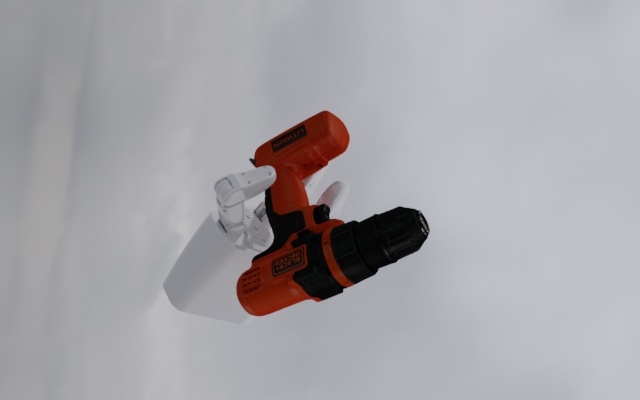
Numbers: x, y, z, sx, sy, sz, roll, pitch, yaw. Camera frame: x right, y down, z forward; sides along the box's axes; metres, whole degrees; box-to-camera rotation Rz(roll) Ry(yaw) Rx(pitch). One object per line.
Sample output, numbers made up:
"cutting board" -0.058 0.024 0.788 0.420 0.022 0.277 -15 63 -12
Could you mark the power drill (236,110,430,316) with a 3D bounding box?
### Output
"power drill" 0.000 0.001 0.454 0.184 0.187 0.057 -25 -44 20
